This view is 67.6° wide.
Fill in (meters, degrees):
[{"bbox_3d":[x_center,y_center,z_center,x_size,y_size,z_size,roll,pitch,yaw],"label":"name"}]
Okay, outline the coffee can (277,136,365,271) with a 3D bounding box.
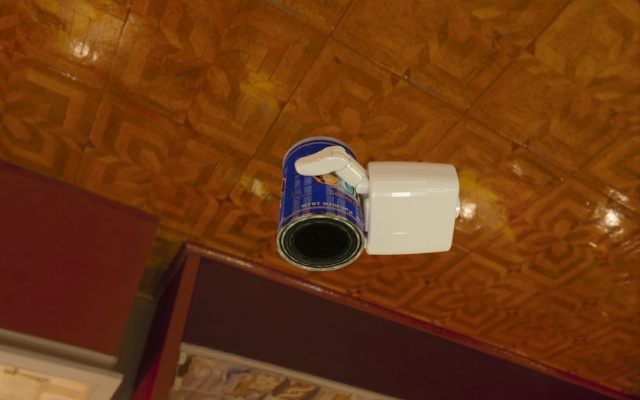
[{"bbox_3d":[0.000,0.002,0.601,0.103,0.103,0.140,0,45,0],"label":"coffee can"}]
